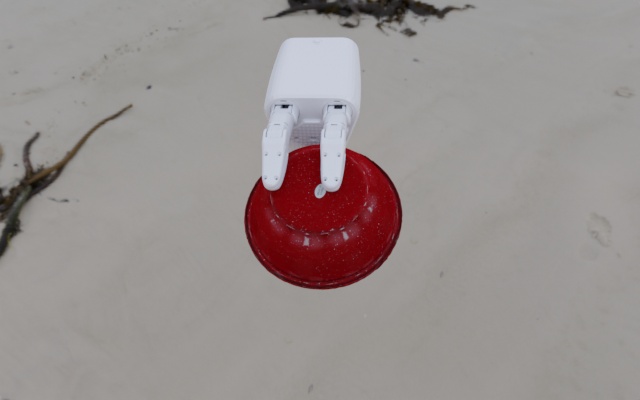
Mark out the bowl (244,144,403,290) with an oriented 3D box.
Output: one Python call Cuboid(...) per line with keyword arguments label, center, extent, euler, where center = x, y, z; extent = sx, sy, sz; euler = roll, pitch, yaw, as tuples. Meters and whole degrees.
Cuboid(label="bowl", center=(0.000, 0.002, 0.464), extent=(0.162, 0.162, 0.055), euler=(0, -27, 5))
